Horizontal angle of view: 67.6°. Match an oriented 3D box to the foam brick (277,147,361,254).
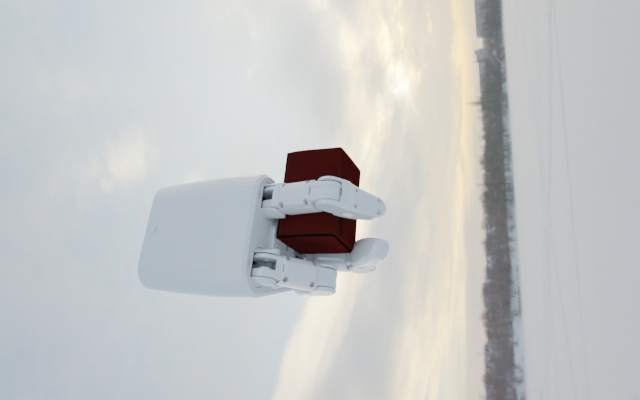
[{"bbox_3d":[0.000,0.001,0.404,0.051,0.078,0.053,-3,-23,23],"label":"foam brick"}]
